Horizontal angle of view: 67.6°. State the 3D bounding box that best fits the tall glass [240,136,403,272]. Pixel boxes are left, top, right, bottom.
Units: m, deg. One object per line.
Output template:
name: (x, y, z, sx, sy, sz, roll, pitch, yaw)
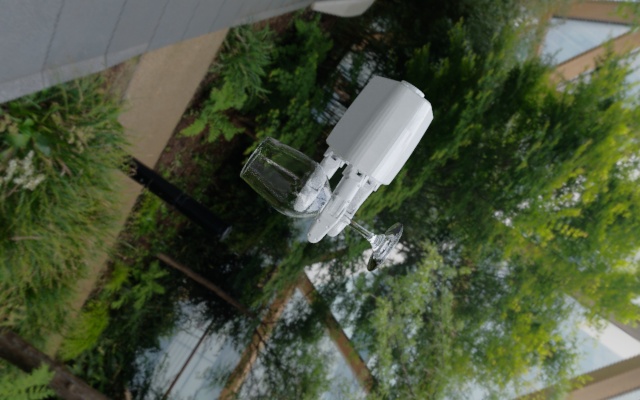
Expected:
tall glass: (0.001, 0.002, 0.592, 0.201, 0.079, 0.079, 34, -3, -5)
